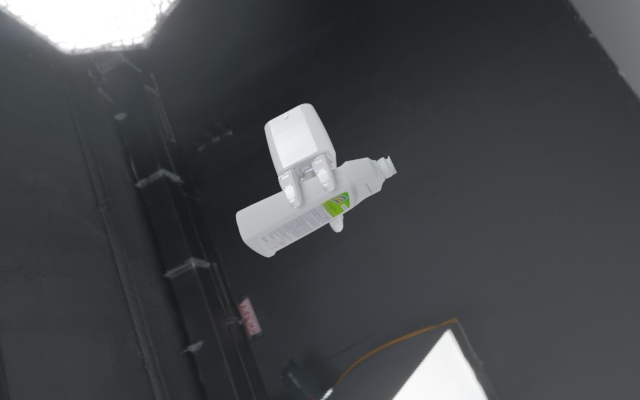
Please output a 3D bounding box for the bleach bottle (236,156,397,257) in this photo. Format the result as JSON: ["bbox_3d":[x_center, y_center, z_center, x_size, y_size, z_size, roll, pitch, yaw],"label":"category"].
[{"bbox_3d":[0.000,0.002,0.746,0.251,0.068,0.103,-26,-27,9],"label":"bleach bottle"}]
